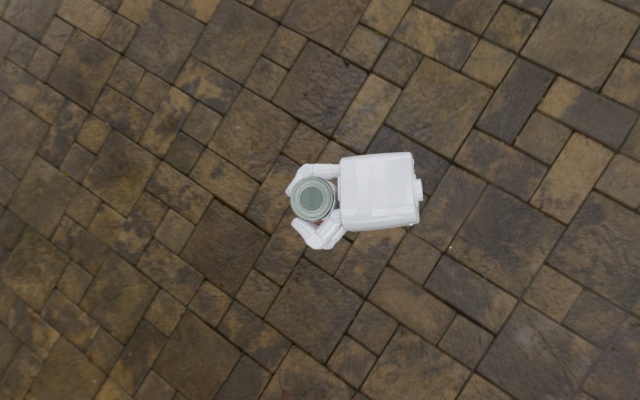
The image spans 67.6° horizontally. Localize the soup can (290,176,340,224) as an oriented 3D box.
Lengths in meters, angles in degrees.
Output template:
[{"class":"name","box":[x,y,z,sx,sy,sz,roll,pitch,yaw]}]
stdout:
[{"class":"soup can","box":[0.000,0.002,0.735,0.068,0.068,0.102,0,-5,15]}]
